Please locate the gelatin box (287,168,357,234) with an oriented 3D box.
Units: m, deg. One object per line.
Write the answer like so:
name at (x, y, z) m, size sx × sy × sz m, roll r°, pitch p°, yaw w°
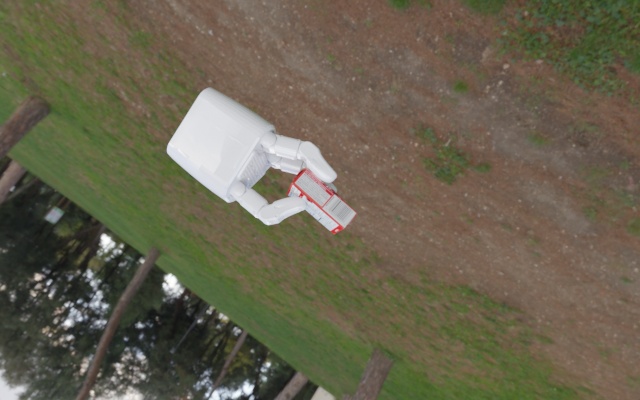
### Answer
gelatin box at (0.000, 0.003, 0.619) m, size 0.089 × 0.030 × 0.073 m, roll 41°, pitch -13°, yaw 0°
